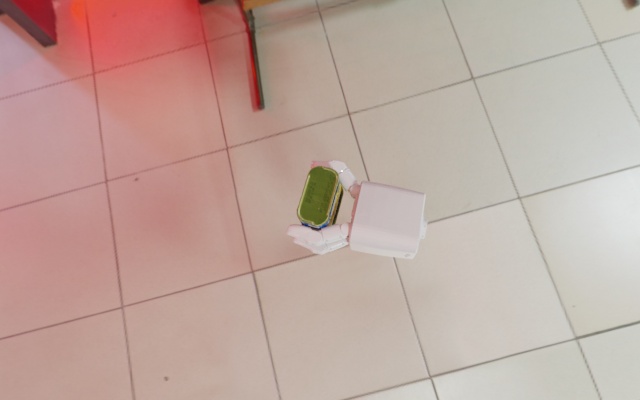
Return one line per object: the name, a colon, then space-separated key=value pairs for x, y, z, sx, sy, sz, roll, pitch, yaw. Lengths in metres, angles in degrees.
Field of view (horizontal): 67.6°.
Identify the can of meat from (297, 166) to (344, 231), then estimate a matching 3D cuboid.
can of meat: x=0.000 y=0.002 z=0.780 sx=0.057 sy=0.102 sz=0.084 roll=14 pitch=-14 yaw=9
